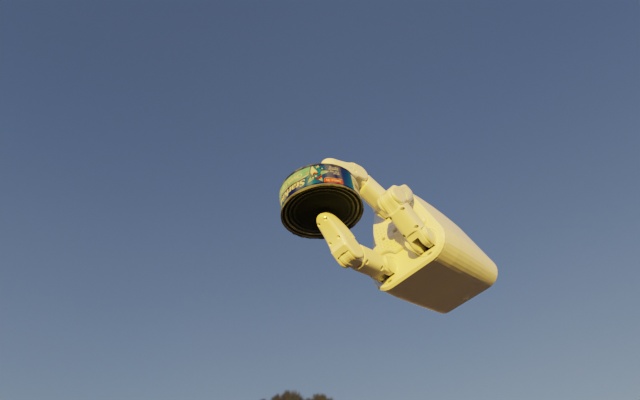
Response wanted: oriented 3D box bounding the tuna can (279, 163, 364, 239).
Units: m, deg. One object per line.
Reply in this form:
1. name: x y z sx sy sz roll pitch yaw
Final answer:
1. tuna can: 0.000 0.001 0.498 0.086 0.033 0.086 -5 -41 -4
